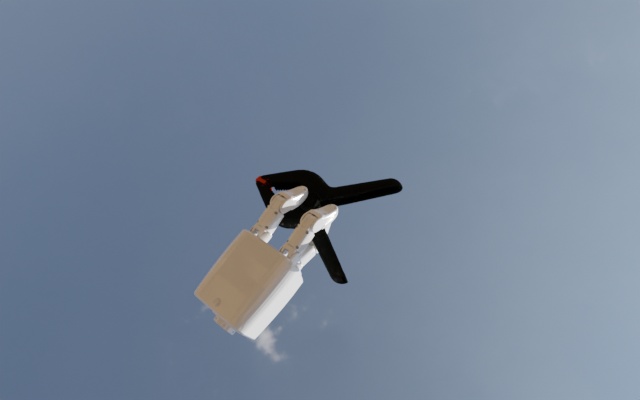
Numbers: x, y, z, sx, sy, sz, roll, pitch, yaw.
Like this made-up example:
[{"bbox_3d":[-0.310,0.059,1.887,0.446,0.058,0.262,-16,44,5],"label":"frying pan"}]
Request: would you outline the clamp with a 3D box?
[{"bbox_3d":[0.000,0.003,0.677,0.210,0.164,0.036,30,-18,30],"label":"clamp"}]
